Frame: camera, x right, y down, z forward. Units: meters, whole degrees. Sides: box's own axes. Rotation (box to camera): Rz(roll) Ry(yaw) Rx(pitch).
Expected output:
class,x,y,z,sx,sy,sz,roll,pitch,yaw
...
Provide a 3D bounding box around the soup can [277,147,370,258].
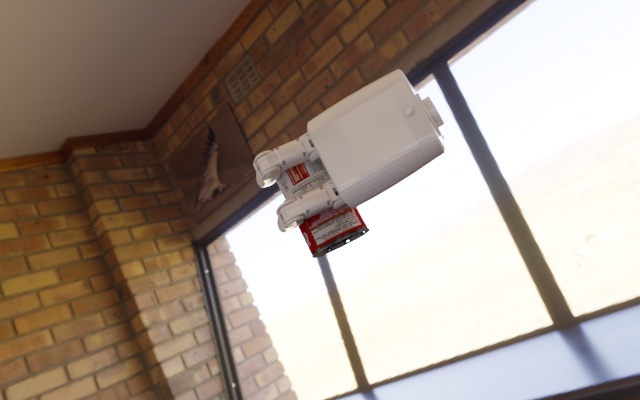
class,x,y,z,sx,sy,sz,roll,pitch,yaw
soup can,0.000,0.002,0.513,0.068,0.102,0.068,-25,-11,-5
